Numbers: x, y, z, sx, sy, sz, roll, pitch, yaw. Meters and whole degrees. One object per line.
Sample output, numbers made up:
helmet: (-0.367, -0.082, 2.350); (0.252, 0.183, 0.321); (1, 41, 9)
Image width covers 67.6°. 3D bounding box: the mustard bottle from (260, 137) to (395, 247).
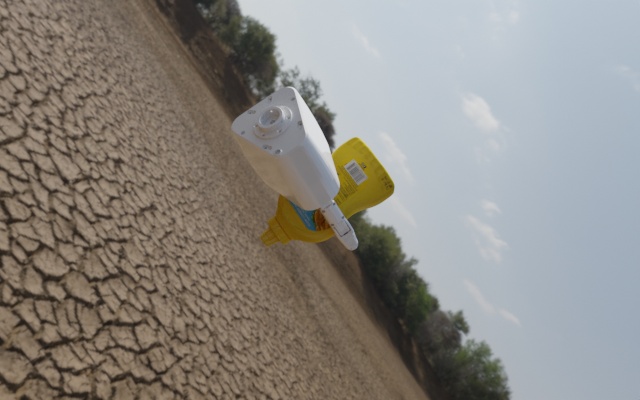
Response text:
mustard bottle: (0.000, 0.002, 0.658); (0.191, 0.096, 0.058); (-35, -13, -2)
